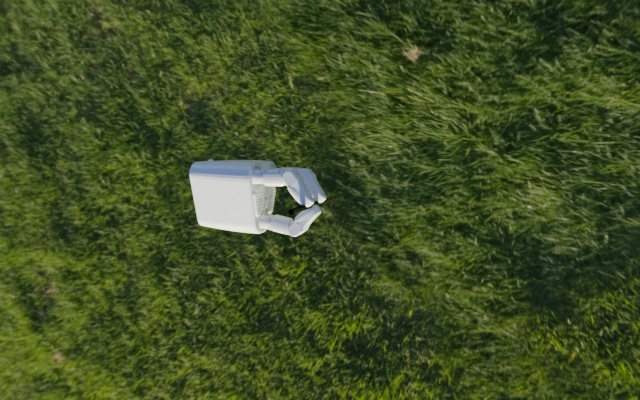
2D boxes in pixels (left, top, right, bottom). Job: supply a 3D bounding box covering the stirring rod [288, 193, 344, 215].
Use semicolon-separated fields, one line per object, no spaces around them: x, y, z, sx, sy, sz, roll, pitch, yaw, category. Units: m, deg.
0.000;0.002;0.747;0.011;0.011;0.239;0;6;19;stirring rod
